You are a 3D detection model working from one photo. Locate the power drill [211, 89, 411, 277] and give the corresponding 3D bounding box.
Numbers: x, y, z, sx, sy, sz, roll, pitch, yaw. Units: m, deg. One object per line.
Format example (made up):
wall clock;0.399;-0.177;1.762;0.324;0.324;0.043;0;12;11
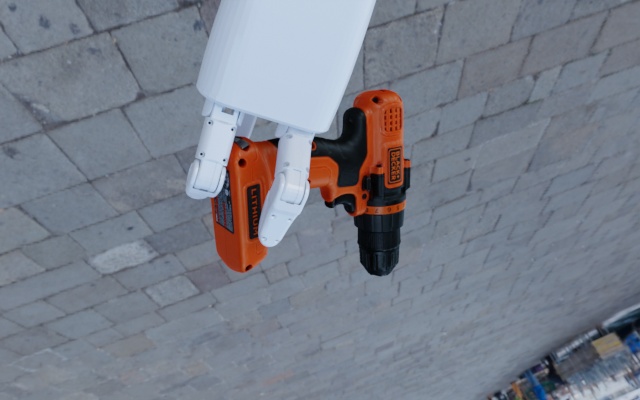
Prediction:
power drill;0.000;0.001;0.423;0.187;0.184;0.057;-15;20;-34
